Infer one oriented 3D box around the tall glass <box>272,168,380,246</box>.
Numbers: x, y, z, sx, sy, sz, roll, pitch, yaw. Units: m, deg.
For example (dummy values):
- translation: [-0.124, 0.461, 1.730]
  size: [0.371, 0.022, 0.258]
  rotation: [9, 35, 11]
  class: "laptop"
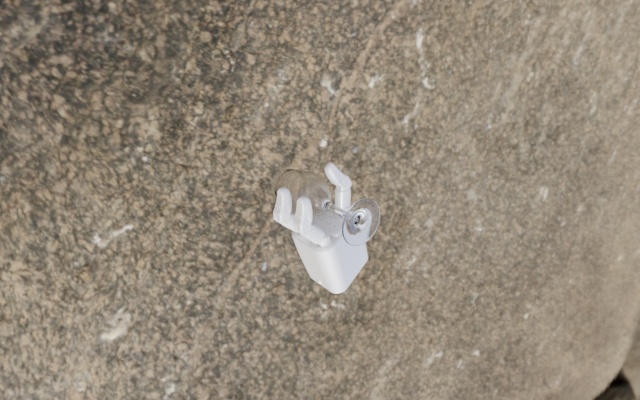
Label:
- translation: [0.001, 0.003, 0.770]
  size: [0.079, 0.079, 0.201]
  rotation: [0, 18, -40]
  class: "tall glass"
